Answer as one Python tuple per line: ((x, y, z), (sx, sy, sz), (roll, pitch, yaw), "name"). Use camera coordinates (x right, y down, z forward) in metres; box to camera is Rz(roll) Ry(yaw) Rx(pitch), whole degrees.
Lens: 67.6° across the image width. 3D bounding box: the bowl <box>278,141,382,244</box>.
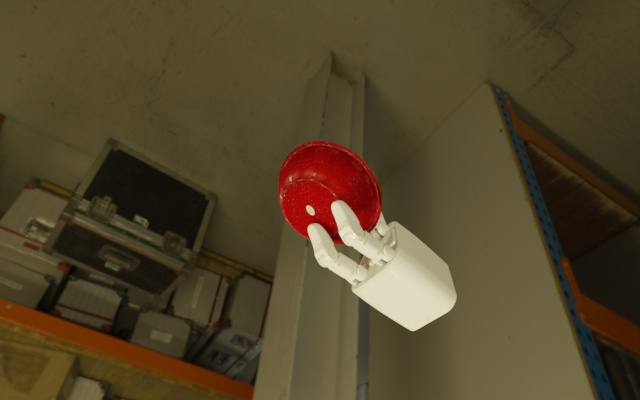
((-0.001, 0.002, 0.660), (0.162, 0.162, 0.055), (0, 25, 29), "bowl")
